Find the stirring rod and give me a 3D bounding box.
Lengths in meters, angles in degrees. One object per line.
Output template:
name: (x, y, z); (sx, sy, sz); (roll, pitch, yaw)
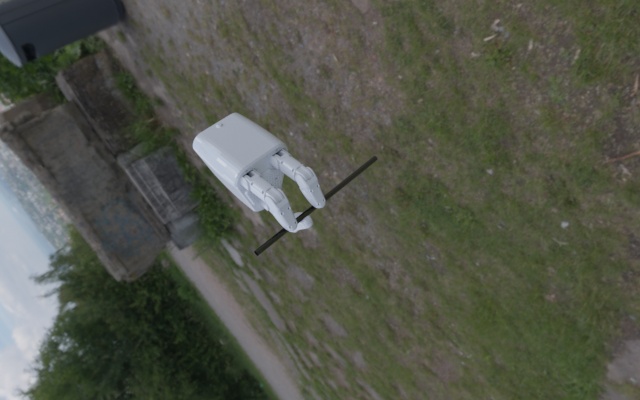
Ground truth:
stirring rod: (0.000, 0.002, 0.678); (0.239, 0.011, 0.011); (-39, 19, -26)
